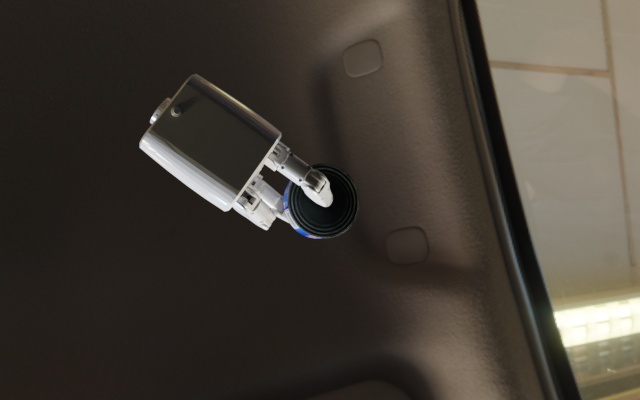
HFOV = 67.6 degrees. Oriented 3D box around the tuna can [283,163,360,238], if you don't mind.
[{"bbox_3d":[0.000,0.002,0.558,0.086,0.086,0.034,0,-7,-16],"label":"tuna can"}]
